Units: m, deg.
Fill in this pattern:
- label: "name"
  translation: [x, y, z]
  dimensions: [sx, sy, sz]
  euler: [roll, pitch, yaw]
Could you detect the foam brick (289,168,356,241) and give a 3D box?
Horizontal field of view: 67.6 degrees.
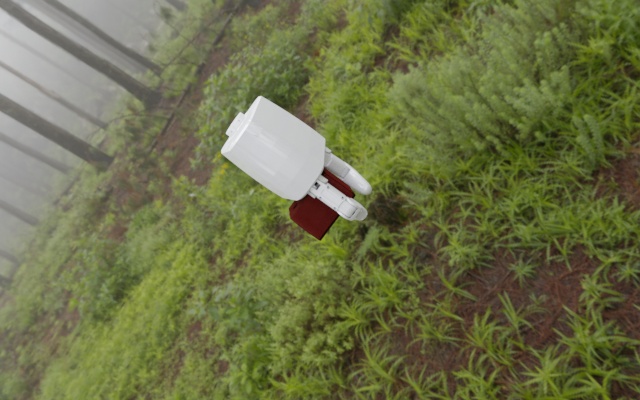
- label: "foam brick"
  translation: [0.000, 0.002, 0.634]
  dimensions: [0.051, 0.078, 0.053]
  euler: [34, 9, -15]
